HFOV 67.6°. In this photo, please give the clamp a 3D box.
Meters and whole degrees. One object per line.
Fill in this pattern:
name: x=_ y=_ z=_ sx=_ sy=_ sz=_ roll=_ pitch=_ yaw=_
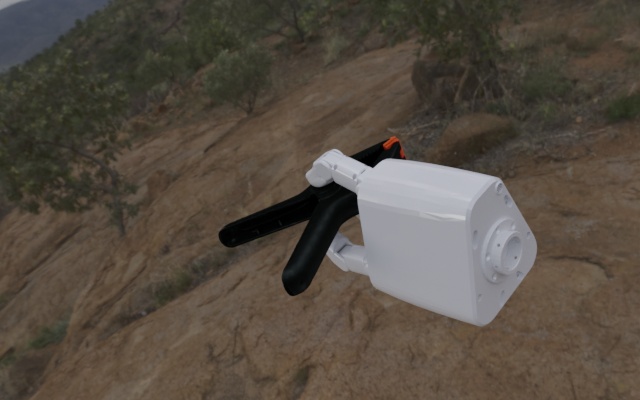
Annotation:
clamp: x=0.000 y=0.001 z=0.481 sx=0.210 sy=0.036 sz=0.164 roll=-40 pitch=30 yaw=-26
